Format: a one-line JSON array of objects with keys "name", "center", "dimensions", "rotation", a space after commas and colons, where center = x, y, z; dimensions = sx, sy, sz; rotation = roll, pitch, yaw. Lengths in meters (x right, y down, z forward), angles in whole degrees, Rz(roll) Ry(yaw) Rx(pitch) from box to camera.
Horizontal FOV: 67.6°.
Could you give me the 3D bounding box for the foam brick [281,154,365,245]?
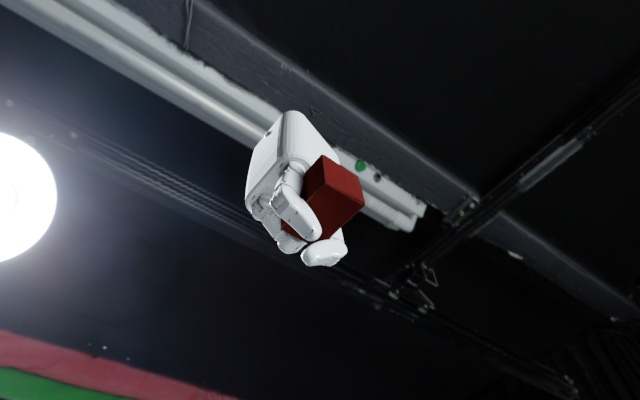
[{"name": "foam brick", "center": [0.000, 0.002, 0.501], "dimensions": [0.053, 0.051, 0.078], "rotation": [30, -58, -25]}]
